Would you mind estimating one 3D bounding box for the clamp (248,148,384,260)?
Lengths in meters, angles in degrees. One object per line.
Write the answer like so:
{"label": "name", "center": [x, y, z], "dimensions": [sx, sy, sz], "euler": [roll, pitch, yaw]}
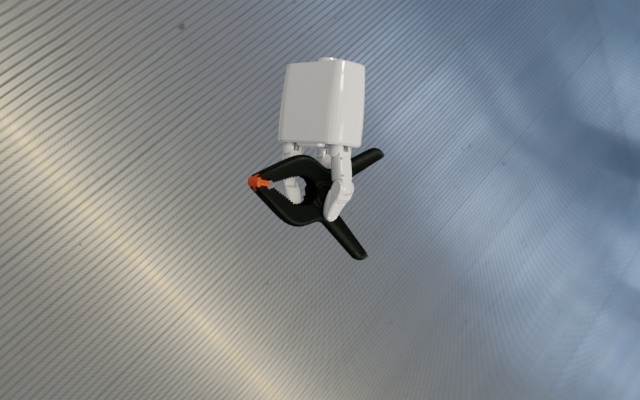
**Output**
{"label": "clamp", "center": [0.000, 0.002, 0.646], "dimensions": [0.210, 0.164, 0.036], "euler": [2, 2, -35]}
